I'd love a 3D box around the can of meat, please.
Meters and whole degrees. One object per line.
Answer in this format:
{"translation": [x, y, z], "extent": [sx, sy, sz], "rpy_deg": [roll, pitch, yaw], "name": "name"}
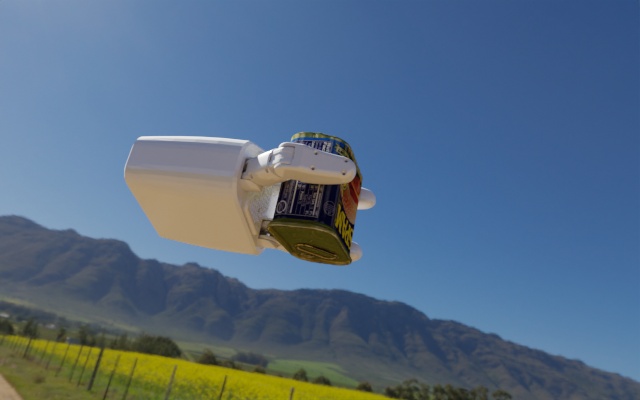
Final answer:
{"translation": [0.000, 0.001, 0.413], "extent": [0.057, 0.084, 0.102], "rpy_deg": [5, -22, 16], "name": "can of meat"}
